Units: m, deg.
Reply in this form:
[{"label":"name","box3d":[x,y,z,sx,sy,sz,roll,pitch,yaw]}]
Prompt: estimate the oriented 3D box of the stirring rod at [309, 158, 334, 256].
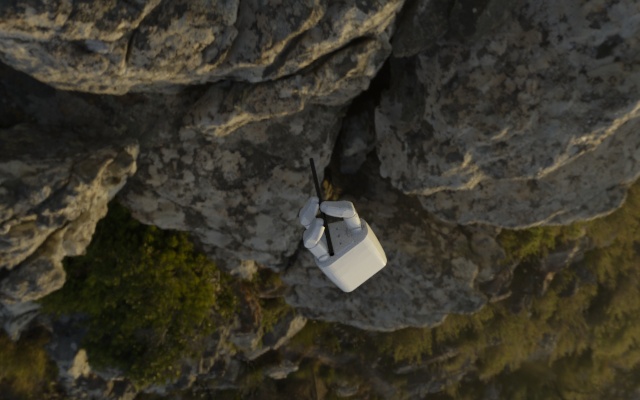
[{"label":"stirring rod","box3d":[0.000,0.003,0.830,0.011,0.011,0.239,0,43,-12]}]
